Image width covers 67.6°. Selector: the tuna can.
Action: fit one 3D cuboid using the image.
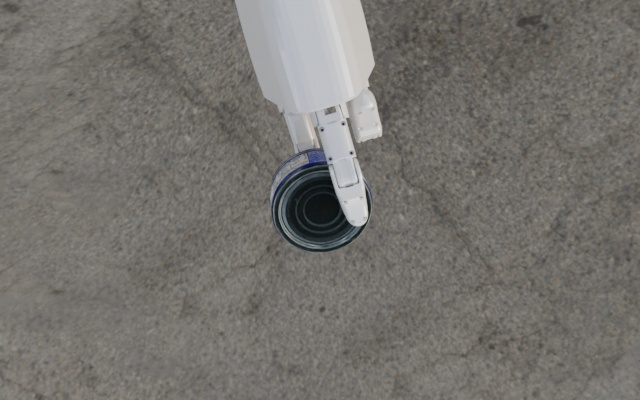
[{"bbox_3d":[0.000,0.002,0.404,0.086,0.086,0.033,0,27,-8],"label":"tuna can"}]
